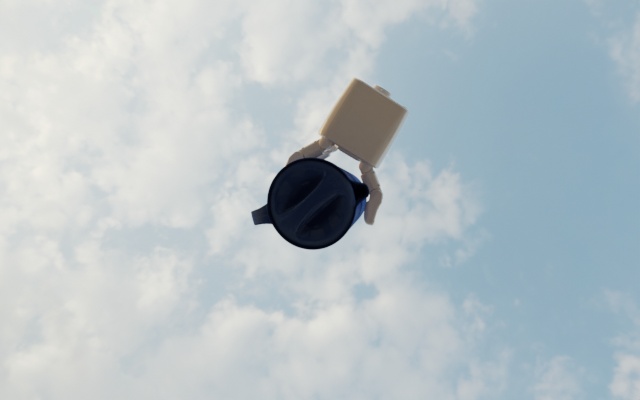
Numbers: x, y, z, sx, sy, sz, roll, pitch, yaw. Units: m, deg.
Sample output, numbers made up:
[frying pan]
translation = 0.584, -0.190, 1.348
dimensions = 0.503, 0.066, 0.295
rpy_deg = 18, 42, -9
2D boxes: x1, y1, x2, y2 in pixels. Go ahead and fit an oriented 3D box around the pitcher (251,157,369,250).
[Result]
[pitcher]
translation = 0.000, 0.002, 0.798
dimensions = 0.149, 0.145, 0.243
rpy_deg = 30, 8, 10
